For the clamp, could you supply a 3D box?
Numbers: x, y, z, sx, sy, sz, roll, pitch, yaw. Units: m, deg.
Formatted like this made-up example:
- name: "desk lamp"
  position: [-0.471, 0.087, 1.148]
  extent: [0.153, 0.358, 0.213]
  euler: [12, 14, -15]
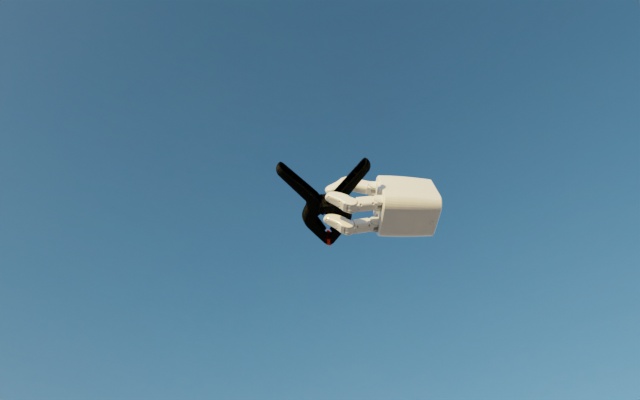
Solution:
- name: "clamp"
  position: [0.000, 0.003, 0.892]
  extent: [0.164, 0.210, 0.036]
  euler: [3, 43, -1]
